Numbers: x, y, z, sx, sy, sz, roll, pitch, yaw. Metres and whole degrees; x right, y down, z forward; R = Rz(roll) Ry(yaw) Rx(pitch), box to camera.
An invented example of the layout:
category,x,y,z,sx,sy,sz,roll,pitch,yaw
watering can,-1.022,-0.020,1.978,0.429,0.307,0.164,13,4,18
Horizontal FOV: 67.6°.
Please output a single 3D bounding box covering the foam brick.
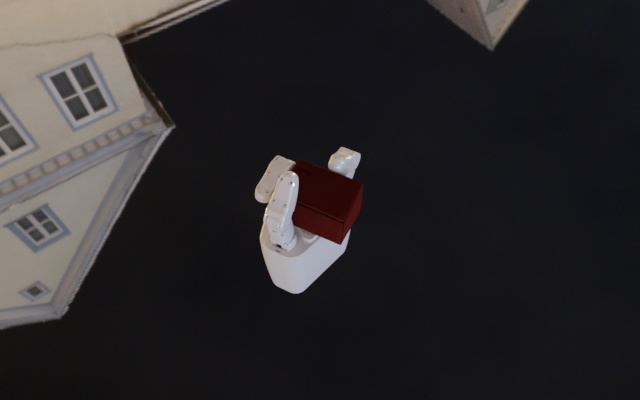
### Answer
category,x,y,z,sx,sy,sz,roll,pitch,yaw
foam brick,0.000,0.002,0.506,0.078,0.053,0.051,23,-30,15
